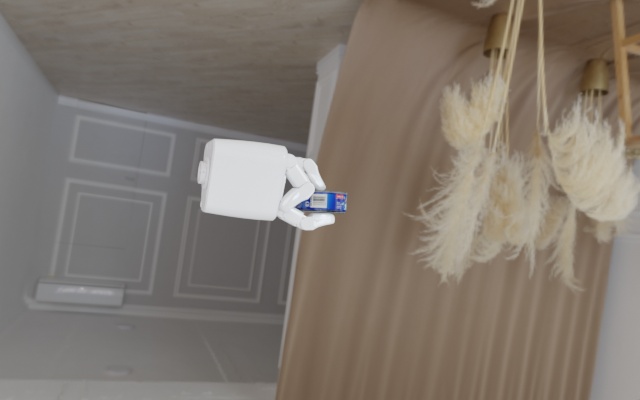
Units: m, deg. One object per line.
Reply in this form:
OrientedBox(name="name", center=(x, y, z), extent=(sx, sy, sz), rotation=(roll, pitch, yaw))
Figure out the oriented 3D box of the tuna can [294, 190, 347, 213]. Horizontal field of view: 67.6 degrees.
OrientedBox(name="tuna can", center=(0.000, 0.003, 0.775), extent=(0.086, 0.034, 0.086), rotation=(2, -2, 0))
